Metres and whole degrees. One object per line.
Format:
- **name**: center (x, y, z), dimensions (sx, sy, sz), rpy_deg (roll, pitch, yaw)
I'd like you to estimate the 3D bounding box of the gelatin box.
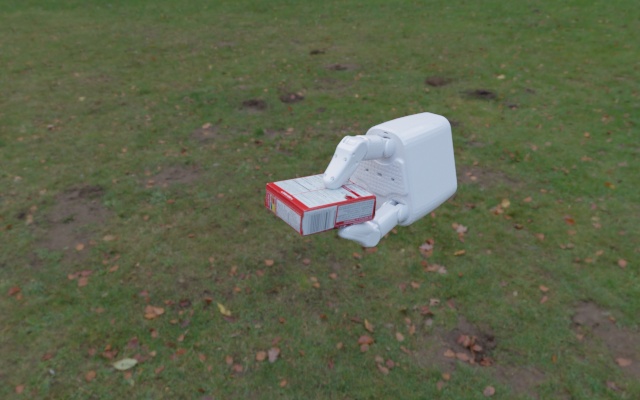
- **gelatin box**: center (0.000, 0.001, 0.481), dimensions (0.089, 0.030, 0.073), rpy_deg (-11, 28, -33)
